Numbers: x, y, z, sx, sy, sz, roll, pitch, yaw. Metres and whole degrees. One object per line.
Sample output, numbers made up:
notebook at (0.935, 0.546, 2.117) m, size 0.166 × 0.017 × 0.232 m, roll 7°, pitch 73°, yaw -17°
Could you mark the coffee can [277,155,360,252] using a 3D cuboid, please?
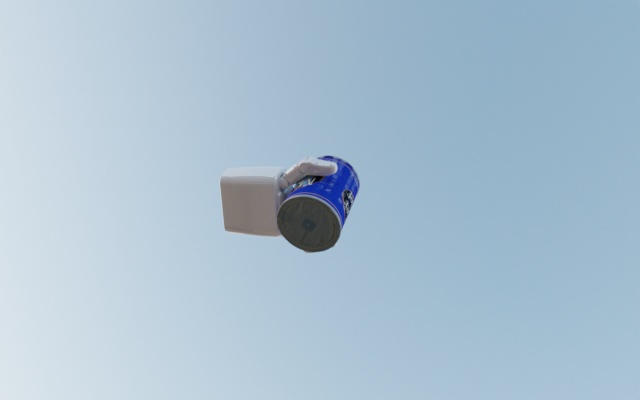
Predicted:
coffee can at (0.000, 0.003, 0.782) m, size 0.103 × 0.103 × 0.140 m, roll 0°, pitch 31°, yaw 19°
